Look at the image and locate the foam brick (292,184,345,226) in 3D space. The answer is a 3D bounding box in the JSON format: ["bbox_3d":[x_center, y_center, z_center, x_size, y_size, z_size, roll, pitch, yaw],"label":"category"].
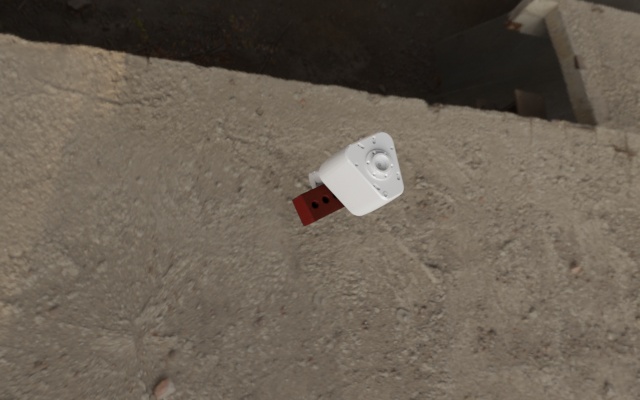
[{"bbox_3d":[0.000,0.003,0.829,0.078,0.053,0.051,-27,0,-25],"label":"foam brick"}]
